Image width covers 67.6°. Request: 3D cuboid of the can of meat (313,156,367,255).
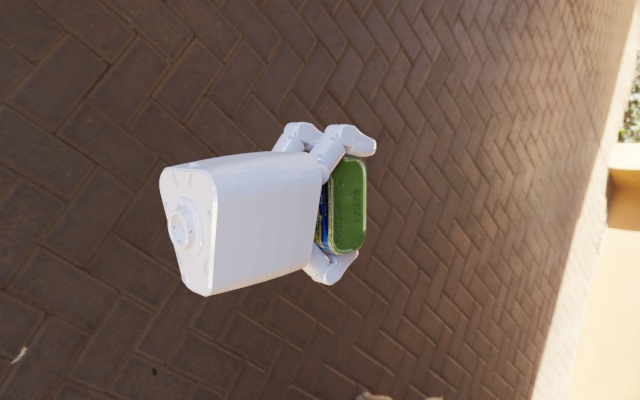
[{"bbox_3d":[0.000,0.002,0.493,0.057,0.102,0.084,-8,11,-43],"label":"can of meat"}]
